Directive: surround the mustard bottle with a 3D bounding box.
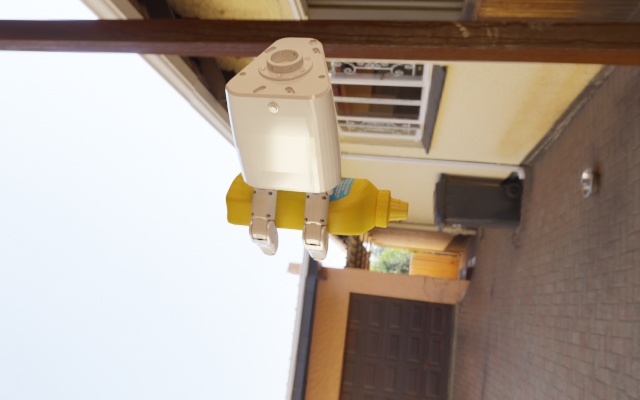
[{"bbox_3d":[0.000,0.002,0.529,0.191,0.058,0.096,5,21,11],"label":"mustard bottle"}]
